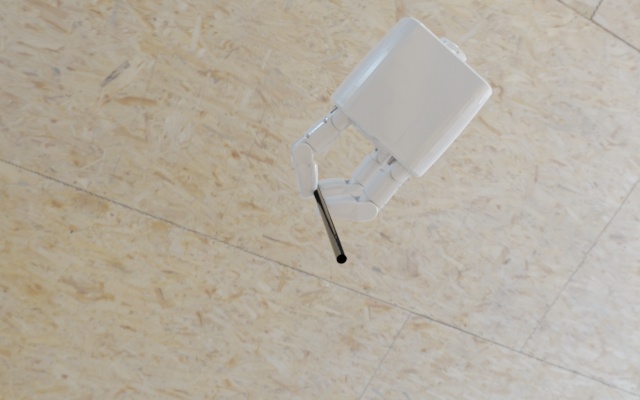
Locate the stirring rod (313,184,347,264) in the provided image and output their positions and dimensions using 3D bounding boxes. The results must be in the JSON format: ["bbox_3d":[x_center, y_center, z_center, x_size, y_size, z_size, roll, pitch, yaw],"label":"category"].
[{"bbox_3d":[0.000,0.001,0.459,0.011,0.011,0.239,0,20,-8],"label":"stirring rod"}]
